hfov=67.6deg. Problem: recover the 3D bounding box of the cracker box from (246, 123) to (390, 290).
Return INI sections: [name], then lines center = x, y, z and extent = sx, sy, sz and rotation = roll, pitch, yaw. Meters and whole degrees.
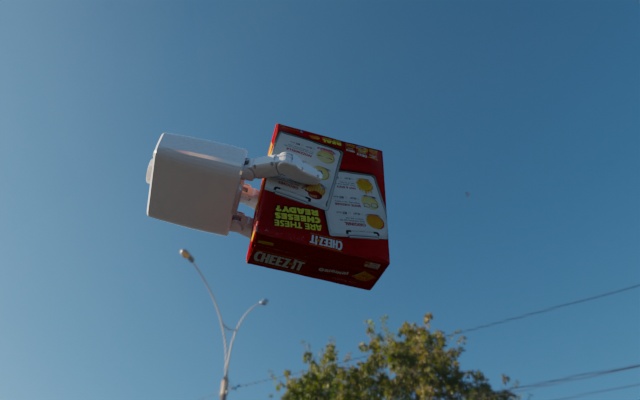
[cracker box]
center = 0.000, 0.002, 0.638
extent = 0.164, 0.213, 0.072
rotation = 14, -46, -9
